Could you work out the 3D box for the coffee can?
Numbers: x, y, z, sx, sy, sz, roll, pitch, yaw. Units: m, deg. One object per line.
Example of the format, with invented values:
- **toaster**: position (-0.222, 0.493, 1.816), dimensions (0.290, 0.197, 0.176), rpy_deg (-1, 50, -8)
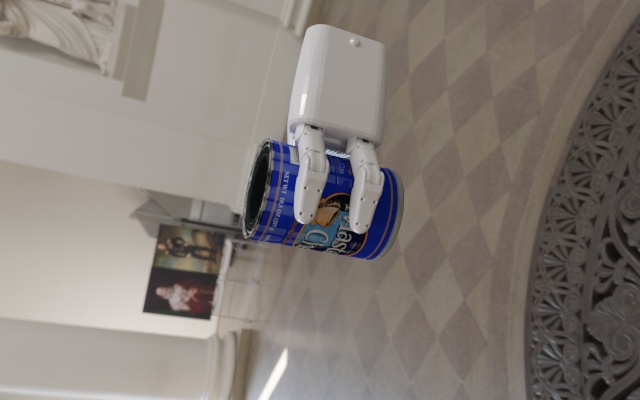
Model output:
- **coffee can**: position (0.000, 0.002, 0.495), dimensions (0.140, 0.103, 0.103), rpy_deg (12, -4, -18)
